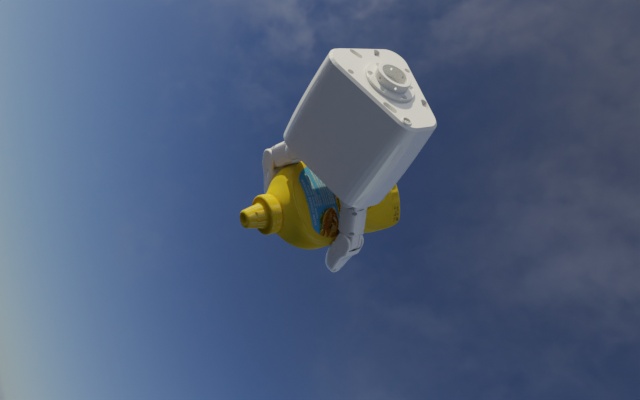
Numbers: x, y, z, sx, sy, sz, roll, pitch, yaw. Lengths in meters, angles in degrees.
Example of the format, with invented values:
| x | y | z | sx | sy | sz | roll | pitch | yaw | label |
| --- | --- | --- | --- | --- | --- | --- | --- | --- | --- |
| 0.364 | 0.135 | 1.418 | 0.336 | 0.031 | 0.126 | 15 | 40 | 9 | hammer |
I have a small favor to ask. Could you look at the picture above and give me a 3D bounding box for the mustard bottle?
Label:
| x | y | z | sx | sy | sz | roll | pitch | yaw | label |
| --- | --- | --- | --- | --- | --- | --- | --- | --- | --- |
| 0.000 | 0.002 | 0.522 | 0.191 | 0.096 | 0.058 | -13 | -5 | -37 | mustard bottle |
